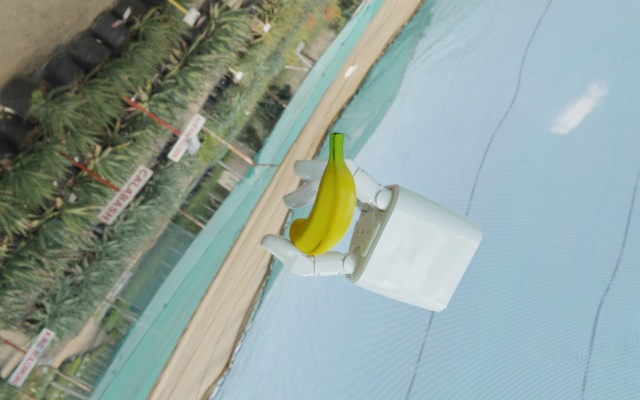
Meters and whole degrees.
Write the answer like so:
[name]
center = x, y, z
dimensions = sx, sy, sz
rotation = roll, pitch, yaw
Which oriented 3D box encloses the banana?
[banana]
center = 0.000, 0.017, 0.458
dimensions = 0.037, 0.069, 0.198
rotation = 9, -28, -12
